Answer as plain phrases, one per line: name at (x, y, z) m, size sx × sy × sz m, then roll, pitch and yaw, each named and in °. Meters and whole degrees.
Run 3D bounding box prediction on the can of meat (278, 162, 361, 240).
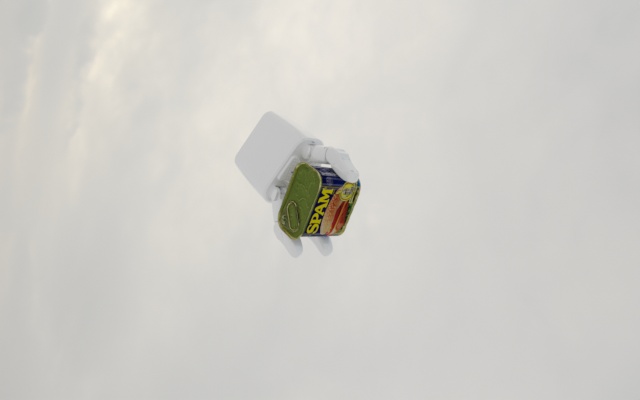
can of meat at (0.000, 0.002, 0.657) m, size 0.084 × 0.102 × 0.057 m, roll 2°, pitch 27°, yaw -43°
